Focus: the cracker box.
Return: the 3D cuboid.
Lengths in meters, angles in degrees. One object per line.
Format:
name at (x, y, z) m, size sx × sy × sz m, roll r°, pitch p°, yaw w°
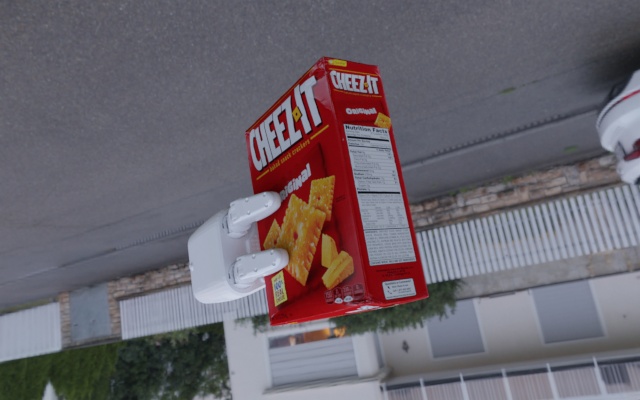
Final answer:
cracker box at (0.000, 0.002, 0.454) m, size 0.072 × 0.213 × 0.164 m, roll 0°, pitch -17°, yaw -35°
